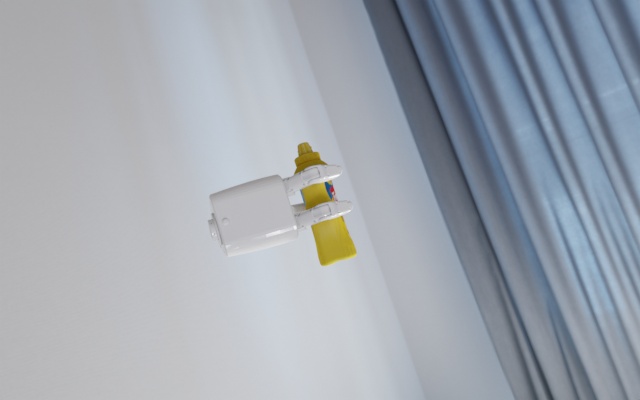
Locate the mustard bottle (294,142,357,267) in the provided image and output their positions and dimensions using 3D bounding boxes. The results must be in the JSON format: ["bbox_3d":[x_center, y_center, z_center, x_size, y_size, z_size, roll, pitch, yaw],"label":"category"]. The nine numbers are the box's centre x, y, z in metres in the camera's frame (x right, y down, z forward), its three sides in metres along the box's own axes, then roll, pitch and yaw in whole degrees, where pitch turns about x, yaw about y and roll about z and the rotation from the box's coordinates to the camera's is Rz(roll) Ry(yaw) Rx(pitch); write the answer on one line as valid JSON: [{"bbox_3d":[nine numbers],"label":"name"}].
[{"bbox_3d":[0.001,0.003,0.733,0.058,0.191,0.096,-19,-8,8],"label":"mustard bottle"}]
